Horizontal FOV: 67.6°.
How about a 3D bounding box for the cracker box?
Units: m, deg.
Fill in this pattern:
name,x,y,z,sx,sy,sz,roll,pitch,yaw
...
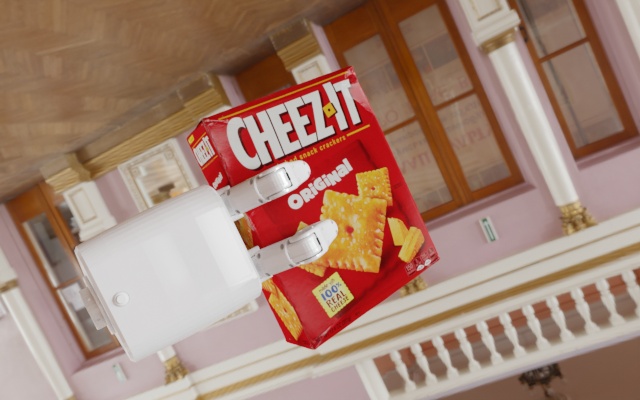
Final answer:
name,x,y,z,sx,sy,sz,roll,pitch,yaw
cracker box,0.000,0.002,0.450,0.164,0.214,0.072,-27,5,-28
